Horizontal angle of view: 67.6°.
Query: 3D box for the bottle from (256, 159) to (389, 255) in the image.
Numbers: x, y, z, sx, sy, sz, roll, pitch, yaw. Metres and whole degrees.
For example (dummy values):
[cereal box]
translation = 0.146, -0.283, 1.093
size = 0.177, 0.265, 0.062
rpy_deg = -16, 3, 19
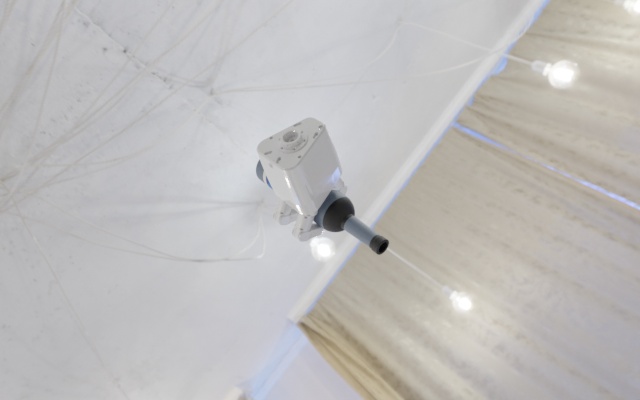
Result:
[bottle]
translation = 0.000, 0.003, 0.813
size = 0.069, 0.069, 0.295
rpy_deg = 0, 28, -47
